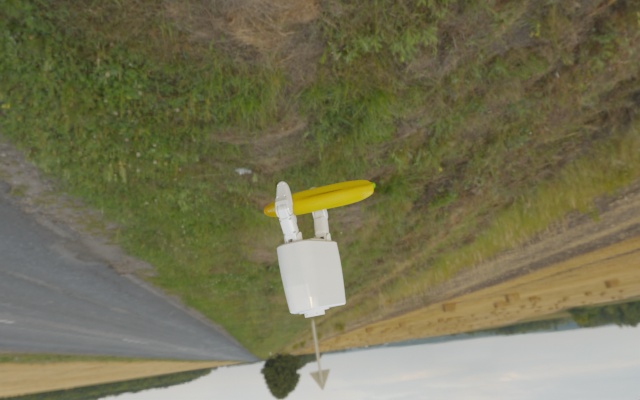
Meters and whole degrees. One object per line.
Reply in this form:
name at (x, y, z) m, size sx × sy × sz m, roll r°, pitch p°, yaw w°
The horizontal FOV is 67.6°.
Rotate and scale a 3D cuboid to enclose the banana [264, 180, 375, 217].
banana at (0.006, -0.002, 0.781) m, size 0.198 × 0.037 × 0.070 m, roll -12°, pitch -10°, yaw -10°
